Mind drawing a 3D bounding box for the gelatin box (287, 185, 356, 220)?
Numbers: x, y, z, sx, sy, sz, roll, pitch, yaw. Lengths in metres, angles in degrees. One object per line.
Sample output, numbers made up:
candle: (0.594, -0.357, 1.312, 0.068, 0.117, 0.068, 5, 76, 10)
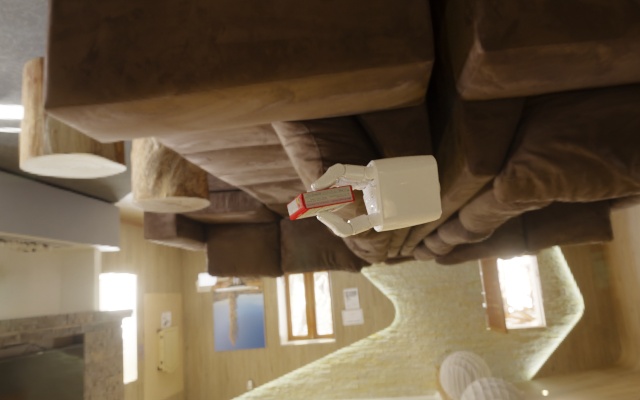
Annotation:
gelatin box: (0.000, 0.003, 0.761, 0.089, 0.030, 0.073, -11, -10, -24)
